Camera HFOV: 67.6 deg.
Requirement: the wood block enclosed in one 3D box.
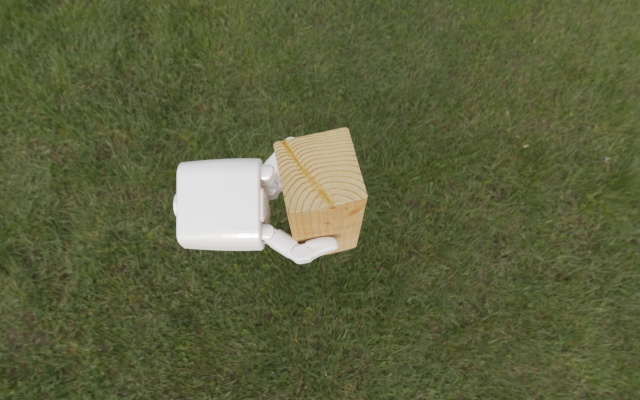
[{"bbox_3d":[0.000,0.002,0.617,0.090,0.090,0.206,-12,-20,-3],"label":"wood block"}]
